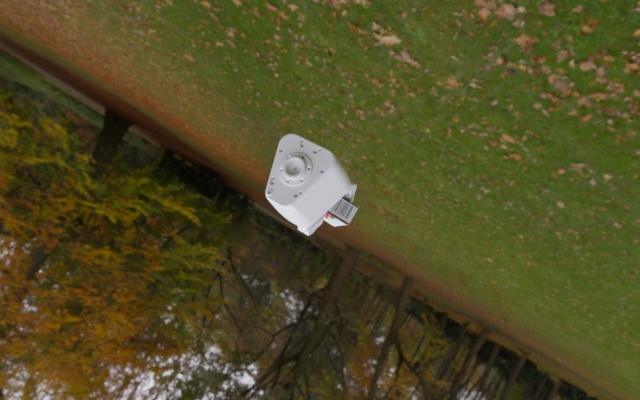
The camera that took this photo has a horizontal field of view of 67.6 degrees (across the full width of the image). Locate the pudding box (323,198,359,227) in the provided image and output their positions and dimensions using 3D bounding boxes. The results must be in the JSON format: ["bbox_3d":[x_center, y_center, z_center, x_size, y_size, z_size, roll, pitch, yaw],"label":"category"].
[{"bbox_3d":[0.000,0.003,0.833,0.113,0.039,0.090,33,-10,-8],"label":"pudding box"}]
